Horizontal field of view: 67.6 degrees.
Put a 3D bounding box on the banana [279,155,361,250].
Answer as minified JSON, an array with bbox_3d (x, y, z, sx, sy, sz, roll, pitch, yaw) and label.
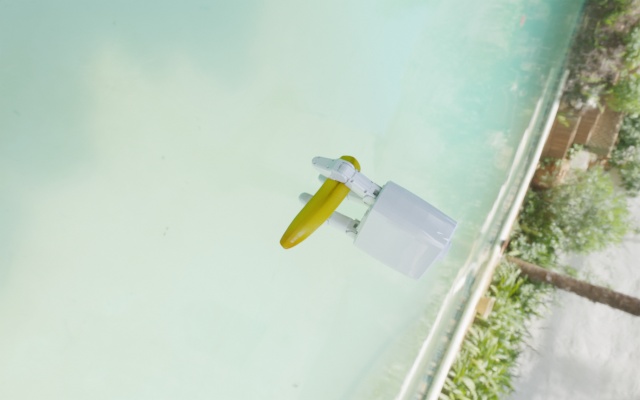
[{"bbox_3d":[0.011,-0.008,0.652,0.070,0.037,0.197,-41,10,46],"label":"banana"}]
